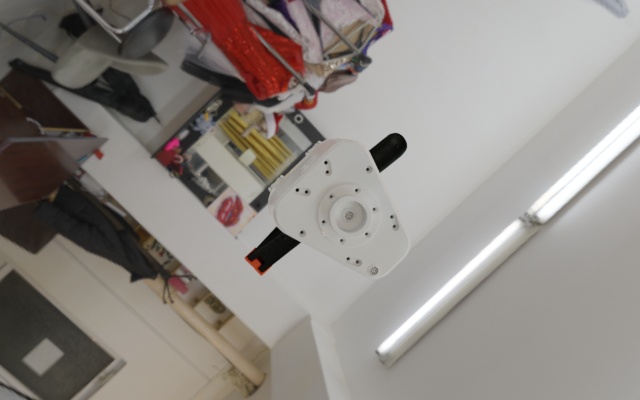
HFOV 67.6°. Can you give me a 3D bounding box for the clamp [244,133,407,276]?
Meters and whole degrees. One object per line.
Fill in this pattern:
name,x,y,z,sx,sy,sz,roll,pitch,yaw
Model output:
clamp,0.000,0.003,0.551,0.210,0.036,0.164,-43,6,0
